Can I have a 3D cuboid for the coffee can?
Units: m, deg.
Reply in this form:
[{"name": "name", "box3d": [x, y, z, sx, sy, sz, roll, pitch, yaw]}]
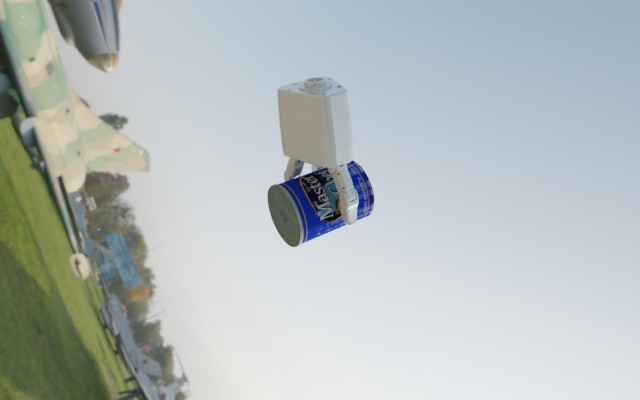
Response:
[{"name": "coffee can", "box3d": [0.000, 0.003, 0.767, 0.140, 0.103, 0.103, -21, 10, -26]}]
